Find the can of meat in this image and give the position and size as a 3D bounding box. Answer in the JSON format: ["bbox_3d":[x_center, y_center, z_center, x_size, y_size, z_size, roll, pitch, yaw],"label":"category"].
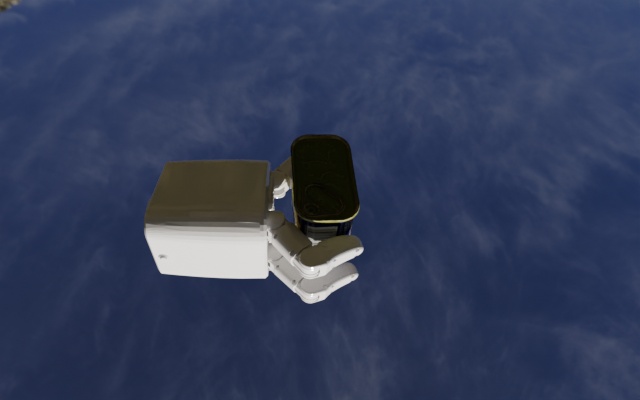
[{"bbox_3d":[0.000,0.002,0.463,0.057,0.102,0.084,-2,-37,-6],"label":"can of meat"}]
